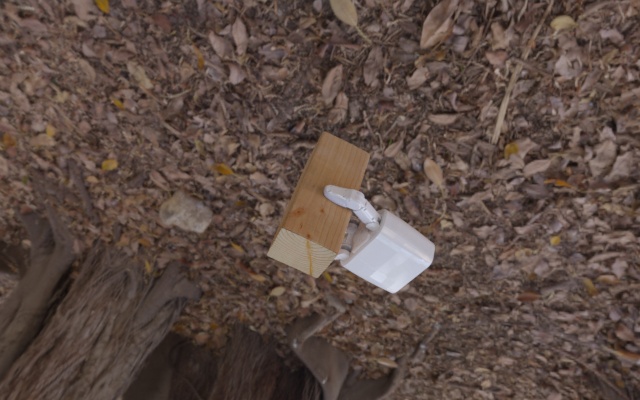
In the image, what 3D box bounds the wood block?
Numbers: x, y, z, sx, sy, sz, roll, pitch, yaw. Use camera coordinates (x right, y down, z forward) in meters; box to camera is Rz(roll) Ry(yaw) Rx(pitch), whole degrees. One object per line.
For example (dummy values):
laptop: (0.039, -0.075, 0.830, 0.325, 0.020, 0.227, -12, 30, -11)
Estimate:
wood block: (0.001, 0.003, 0.759, 0.090, 0.206, 0.091, 26, -38, -7)
